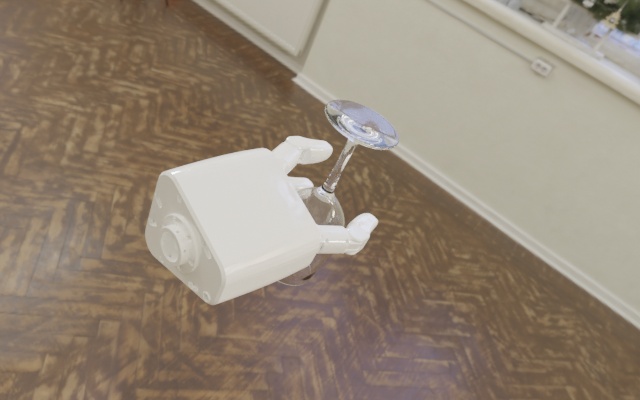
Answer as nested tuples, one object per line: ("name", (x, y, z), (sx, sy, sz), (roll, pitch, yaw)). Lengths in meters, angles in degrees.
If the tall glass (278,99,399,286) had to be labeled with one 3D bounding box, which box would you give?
("tall glass", (0.000, 0.001, 0.490), (0.079, 0.201, 0.079), (18, 36, -14))
